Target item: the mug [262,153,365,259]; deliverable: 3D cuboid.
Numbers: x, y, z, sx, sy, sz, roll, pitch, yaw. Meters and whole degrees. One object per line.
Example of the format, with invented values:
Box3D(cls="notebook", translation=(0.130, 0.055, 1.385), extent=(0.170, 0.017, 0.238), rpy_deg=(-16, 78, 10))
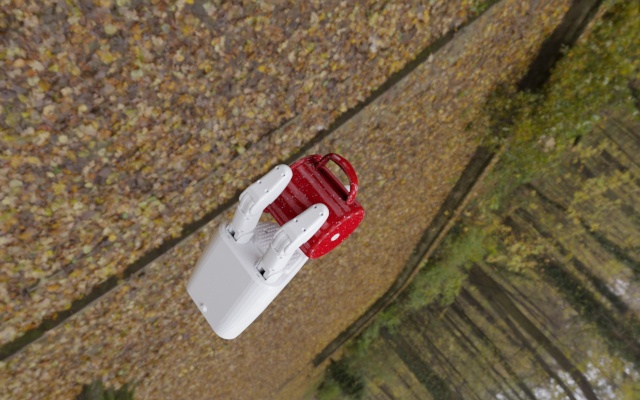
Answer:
Box3D(cls="mug", translation=(0.001, 0.001, 0.519), extent=(0.093, 0.081, 0.117), rpy_deg=(-18, -29, -53))
